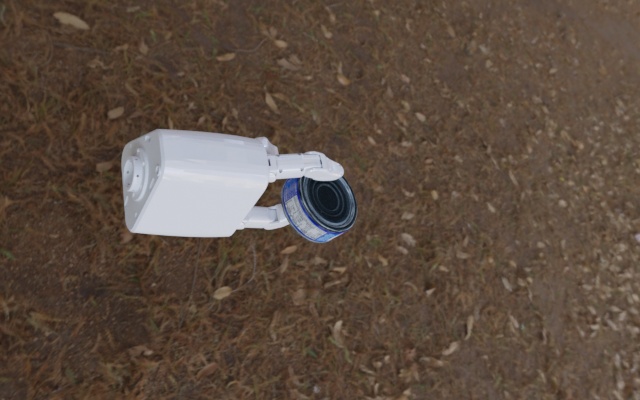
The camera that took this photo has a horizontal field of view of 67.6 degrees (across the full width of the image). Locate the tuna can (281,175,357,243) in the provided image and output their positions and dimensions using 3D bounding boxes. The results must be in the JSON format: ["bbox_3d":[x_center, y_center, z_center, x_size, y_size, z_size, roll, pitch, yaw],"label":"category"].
[{"bbox_3d":[0.000,0.002,0.530,0.086,0.086,0.034,0,-23,-44],"label":"tuna can"}]
